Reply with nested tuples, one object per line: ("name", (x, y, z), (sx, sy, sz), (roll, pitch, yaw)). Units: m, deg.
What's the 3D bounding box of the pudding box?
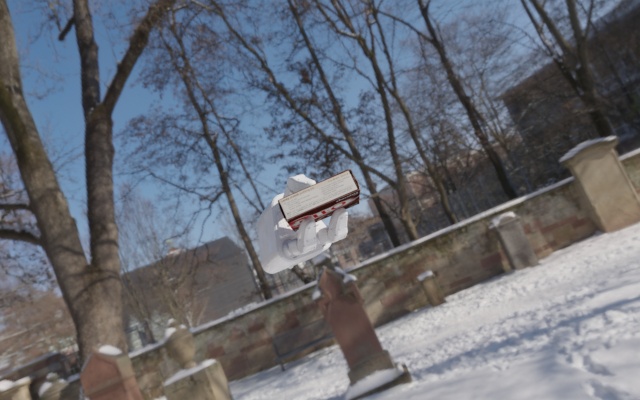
("pudding box", (0.000, 0.002, 0.688), (0.113, 0.039, 0.090), (-25, -12, -2))
